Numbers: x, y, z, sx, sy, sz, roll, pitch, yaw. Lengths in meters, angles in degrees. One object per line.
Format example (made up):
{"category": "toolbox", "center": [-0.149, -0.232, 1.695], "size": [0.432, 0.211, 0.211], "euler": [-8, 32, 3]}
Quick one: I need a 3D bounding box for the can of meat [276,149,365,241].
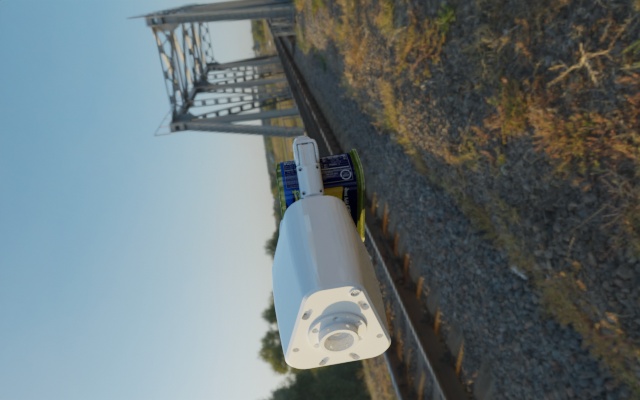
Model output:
{"category": "can of meat", "center": [0.000, 0.002, 0.500], "size": [0.084, 0.102, 0.057], "euler": [-8, 42, -4]}
